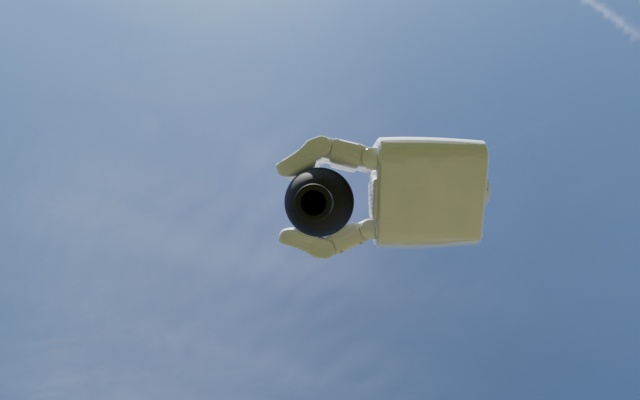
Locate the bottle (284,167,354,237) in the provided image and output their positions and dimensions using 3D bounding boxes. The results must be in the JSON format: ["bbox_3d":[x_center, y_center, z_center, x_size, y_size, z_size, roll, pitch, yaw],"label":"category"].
[{"bbox_3d":[0.000,0.002,0.490,0.069,0.069,0.295,0,0,2],"label":"bottle"}]
